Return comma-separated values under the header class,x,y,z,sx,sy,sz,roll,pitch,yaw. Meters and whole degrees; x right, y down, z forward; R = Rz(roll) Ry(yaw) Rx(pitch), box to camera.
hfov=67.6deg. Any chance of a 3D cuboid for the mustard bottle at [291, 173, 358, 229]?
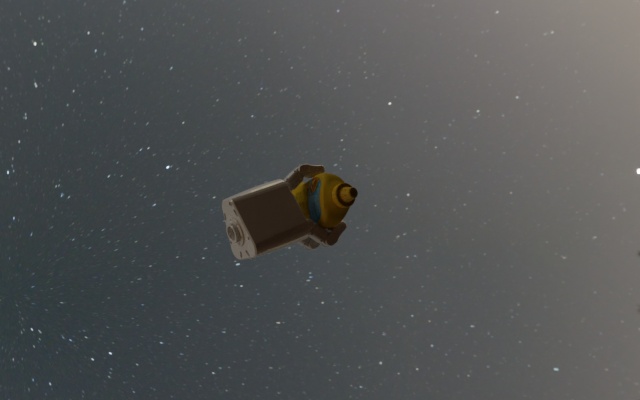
class,x,y,z,sx,sy,sz,roll,pitch,yaw
mustard bottle,0.000,0.003,0.842,0.058,0.096,0.191,8,-14,-32
